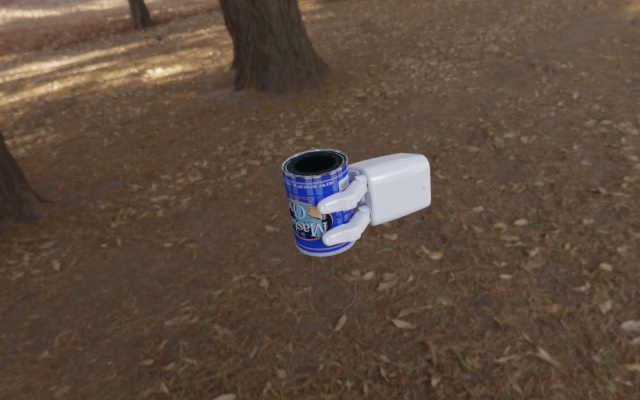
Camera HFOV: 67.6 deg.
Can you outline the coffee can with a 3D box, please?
[{"bbox_3d":[0.000,0.003,0.755,0.103,0.140,0.102,-7,28,4],"label":"coffee can"}]
